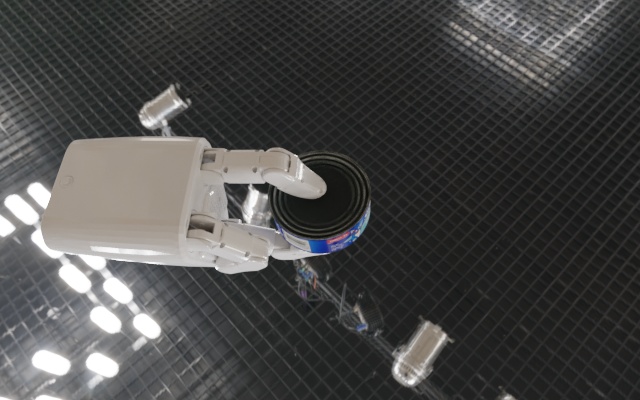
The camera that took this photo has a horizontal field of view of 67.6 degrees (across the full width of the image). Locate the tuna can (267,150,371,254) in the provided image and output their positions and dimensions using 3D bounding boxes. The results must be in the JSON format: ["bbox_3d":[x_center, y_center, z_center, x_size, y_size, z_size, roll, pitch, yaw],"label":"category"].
[{"bbox_3d":[0.000,0.002,0.407,0.086,0.086,0.034,0,-30,6],"label":"tuna can"}]
